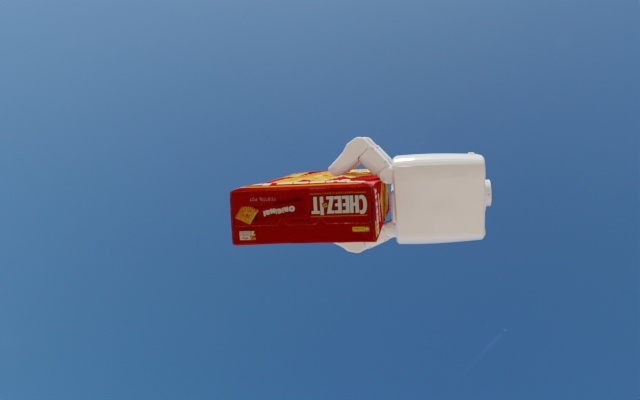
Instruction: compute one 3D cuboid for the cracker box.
[{"bbox_3d":[0.000,0.002,0.616,0.164,0.072,0.213,-3,6,12],"label":"cracker box"}]
